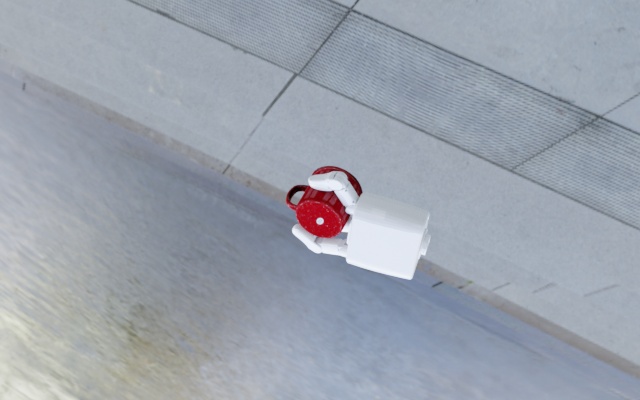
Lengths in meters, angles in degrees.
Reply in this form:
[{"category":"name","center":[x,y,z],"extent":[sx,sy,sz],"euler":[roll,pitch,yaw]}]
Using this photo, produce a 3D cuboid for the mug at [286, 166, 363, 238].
[{"category":"mug","center":[-0.001,0.002,0.766],"extent":[0.117,0.093,0.081],"euler":[14,45,16]}]
